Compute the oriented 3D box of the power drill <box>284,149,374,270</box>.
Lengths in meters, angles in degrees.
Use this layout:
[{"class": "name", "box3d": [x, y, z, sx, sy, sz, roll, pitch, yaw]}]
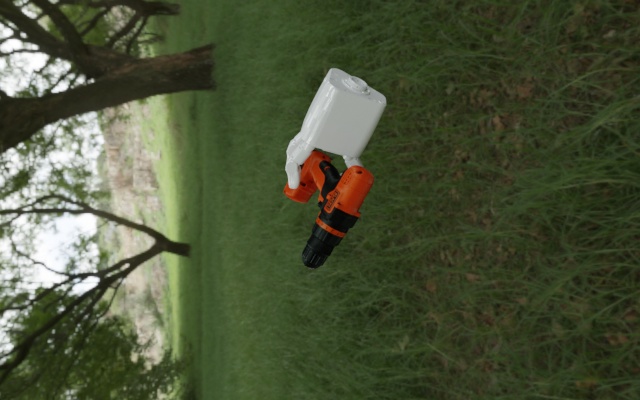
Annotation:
[{"class": "power drill", "box3d": [0.000, 0.002, 0.817, 0.057, 0.184, 0.187, 25, 12, -33]}]
